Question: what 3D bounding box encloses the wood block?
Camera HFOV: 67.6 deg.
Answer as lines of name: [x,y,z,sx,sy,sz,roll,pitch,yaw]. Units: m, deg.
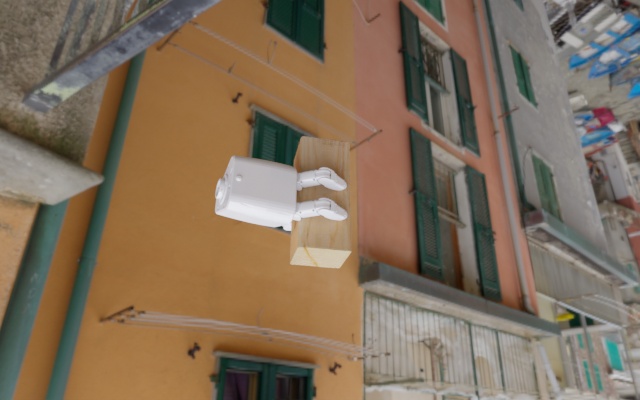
wood block: [0.000,0.003,0.830,0.090,0.206,0.091,6,-26,-10]
